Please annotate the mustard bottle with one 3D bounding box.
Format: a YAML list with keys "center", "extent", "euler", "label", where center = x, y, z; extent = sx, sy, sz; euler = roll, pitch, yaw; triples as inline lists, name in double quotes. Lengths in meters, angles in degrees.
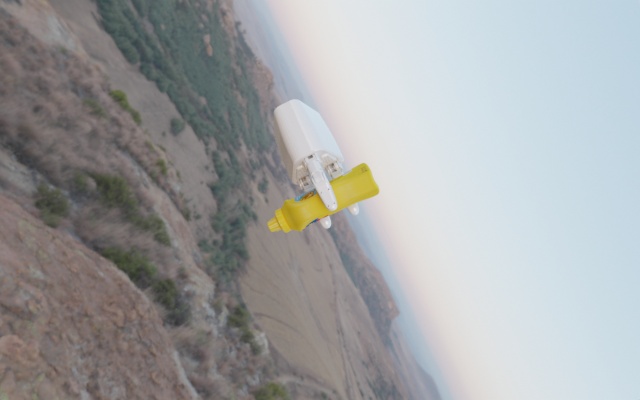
- center: [0.001, 0.003, 0.790]
  extent: [0.191, 0.058, 0.096]
  euler: [-25, 6, 4]
  label: "mustard bottle"
